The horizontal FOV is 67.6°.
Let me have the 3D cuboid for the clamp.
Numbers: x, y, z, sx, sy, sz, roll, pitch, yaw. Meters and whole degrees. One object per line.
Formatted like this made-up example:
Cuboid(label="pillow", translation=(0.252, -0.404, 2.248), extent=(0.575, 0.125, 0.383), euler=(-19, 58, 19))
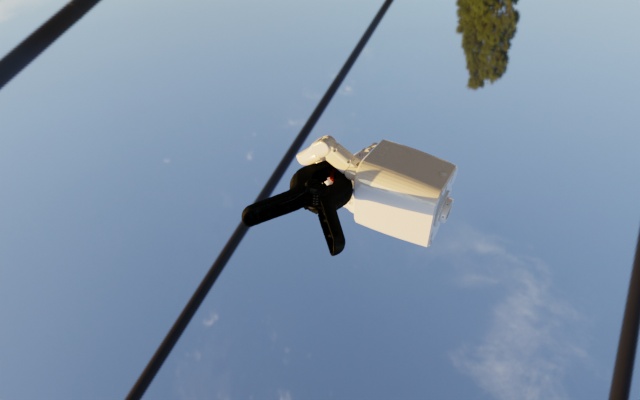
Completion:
Cuboid(label="clamp", translation=(0.000, 0.002, 0.574), extent=(0.120, 0.039, 0.171), euler=(28, 42, 15))
